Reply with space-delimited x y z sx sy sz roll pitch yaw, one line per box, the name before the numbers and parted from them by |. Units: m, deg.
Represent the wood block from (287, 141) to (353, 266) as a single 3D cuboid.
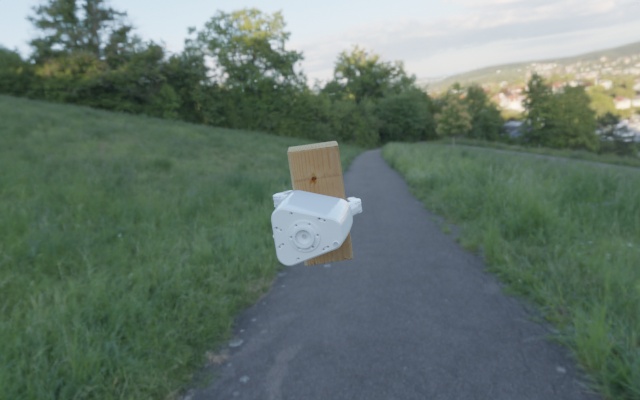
wood block | 0.000 0.003 0.873 0.091 0.206 0.090 -8 13 0
